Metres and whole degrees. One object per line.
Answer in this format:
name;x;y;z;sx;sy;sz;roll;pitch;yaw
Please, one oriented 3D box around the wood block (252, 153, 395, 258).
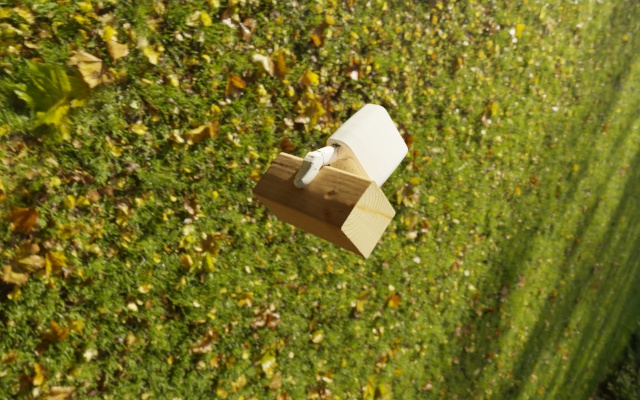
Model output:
wood block;0.000;0.002;0.762;0.206;0.090;0.091;20;-22;42
